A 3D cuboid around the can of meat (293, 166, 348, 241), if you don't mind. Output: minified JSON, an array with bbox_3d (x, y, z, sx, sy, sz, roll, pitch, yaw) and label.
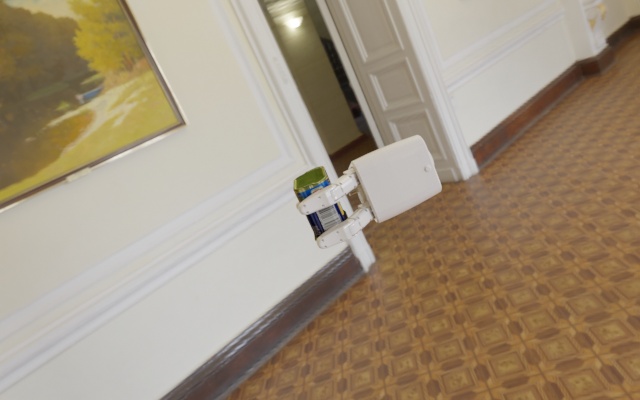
[{"bbox_3d":[0.000,0.002,0.707,0.057,0.084,0.102,-24,15,3],"label":"can of meat"}]
